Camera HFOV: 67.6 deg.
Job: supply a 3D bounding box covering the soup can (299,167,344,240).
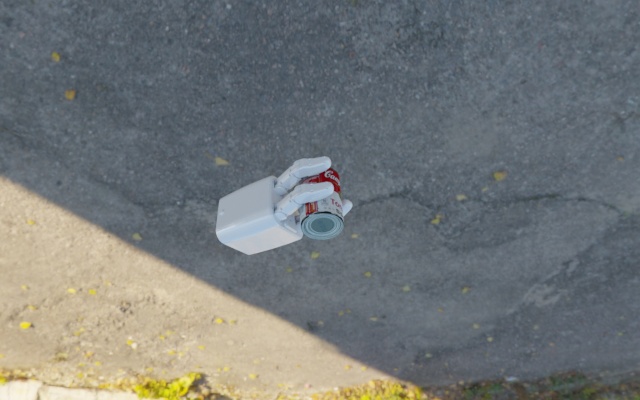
[{"bbox_3d":[0.001,0.003,0.754,0.068,0.102,0.069,-2,-42,-2],"label":"soup can"}]
